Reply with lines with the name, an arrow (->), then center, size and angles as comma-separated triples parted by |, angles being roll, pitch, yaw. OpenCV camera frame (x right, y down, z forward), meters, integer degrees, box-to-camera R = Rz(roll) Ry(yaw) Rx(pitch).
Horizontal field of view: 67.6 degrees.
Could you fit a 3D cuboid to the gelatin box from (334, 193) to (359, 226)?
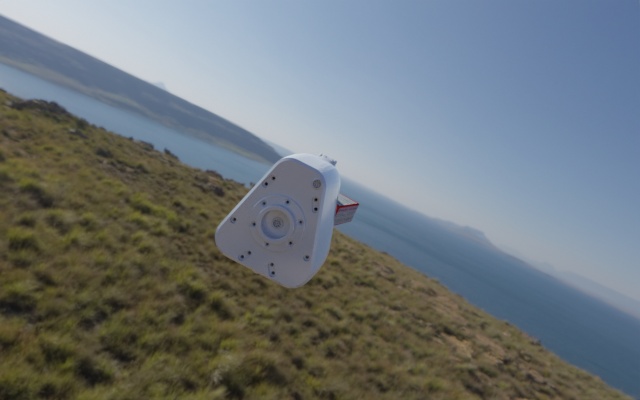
gelatin box -> 0.000, 0.002, 0.592 | 0.073, 0.030, 0.089 | 28, 12, 17
